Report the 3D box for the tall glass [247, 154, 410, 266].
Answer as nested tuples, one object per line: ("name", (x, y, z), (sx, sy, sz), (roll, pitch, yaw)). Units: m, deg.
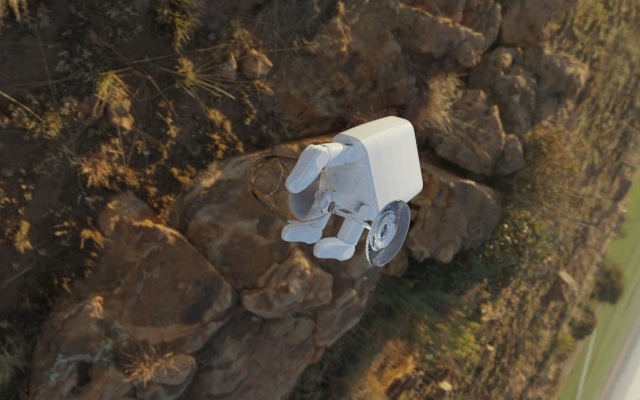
("tall glass", (0.000, 0.002, 0.556), (0.201, 0.079, 0.079), (24, 15, 37))
